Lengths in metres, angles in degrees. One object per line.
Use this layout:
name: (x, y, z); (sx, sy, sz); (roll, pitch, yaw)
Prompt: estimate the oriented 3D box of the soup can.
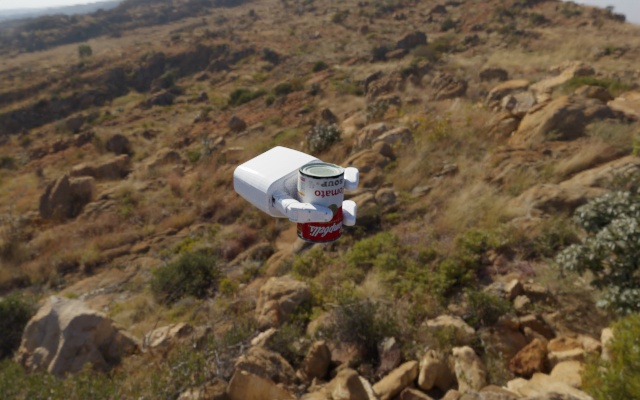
soup can: (0.000, 0.002, 0.697); (0.068, 0.102, 0.068); (2, 22, -1)
